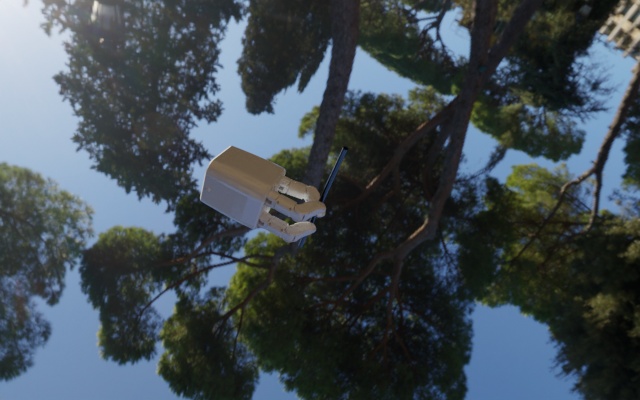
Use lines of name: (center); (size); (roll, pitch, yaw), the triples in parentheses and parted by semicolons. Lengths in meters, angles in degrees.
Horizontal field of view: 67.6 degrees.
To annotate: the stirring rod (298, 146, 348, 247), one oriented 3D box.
stirring rod: (0.000, 0.002, 0.784); (0.011, 0.011, 0.240); (0, -41, -24)
